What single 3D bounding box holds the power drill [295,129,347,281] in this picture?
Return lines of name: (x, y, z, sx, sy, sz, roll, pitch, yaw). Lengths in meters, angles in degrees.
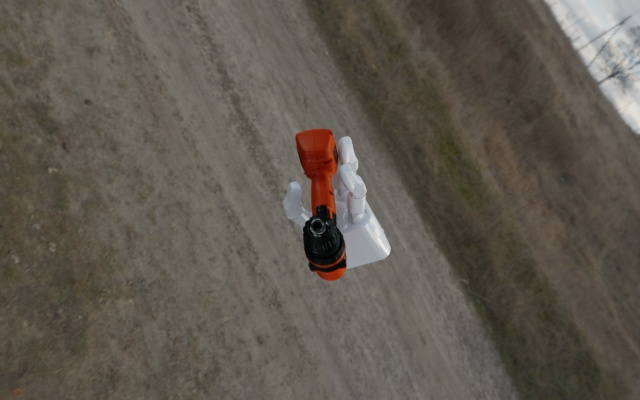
power drill: (0.000, 0.002, 0.640, 0.057, 0.187, 0.184, -5, -23, 3)
